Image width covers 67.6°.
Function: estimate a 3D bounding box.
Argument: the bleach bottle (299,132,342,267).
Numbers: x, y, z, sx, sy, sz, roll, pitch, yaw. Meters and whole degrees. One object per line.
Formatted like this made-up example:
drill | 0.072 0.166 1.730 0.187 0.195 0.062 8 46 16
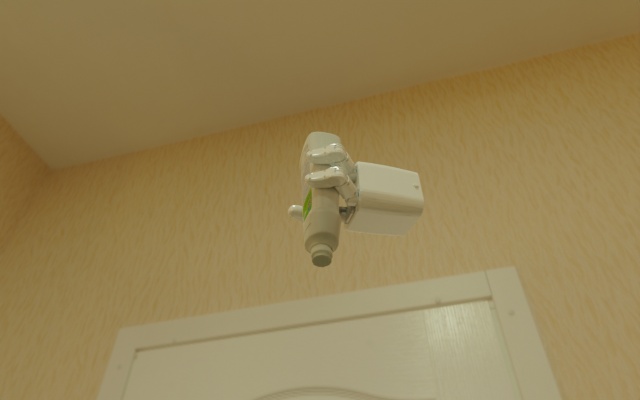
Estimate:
bleach bottle | 0.000 0.002 0.765 0.068 0.250 0.103 8 -45 -8
